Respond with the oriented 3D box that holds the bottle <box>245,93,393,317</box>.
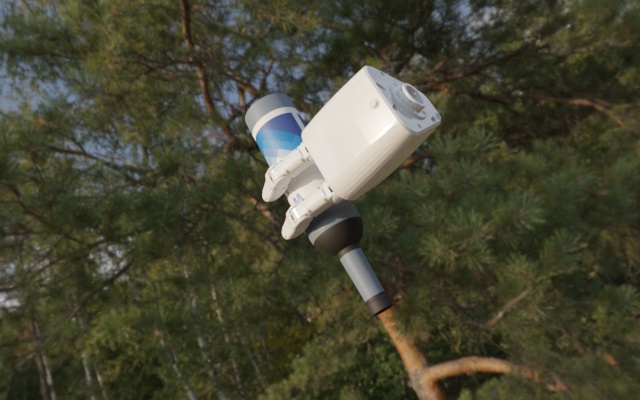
[{"bbox_3d":[0.000,0.002,0.576,0.069,0.295,0.069,-26,-21,-11],"label":"bottle"}]
